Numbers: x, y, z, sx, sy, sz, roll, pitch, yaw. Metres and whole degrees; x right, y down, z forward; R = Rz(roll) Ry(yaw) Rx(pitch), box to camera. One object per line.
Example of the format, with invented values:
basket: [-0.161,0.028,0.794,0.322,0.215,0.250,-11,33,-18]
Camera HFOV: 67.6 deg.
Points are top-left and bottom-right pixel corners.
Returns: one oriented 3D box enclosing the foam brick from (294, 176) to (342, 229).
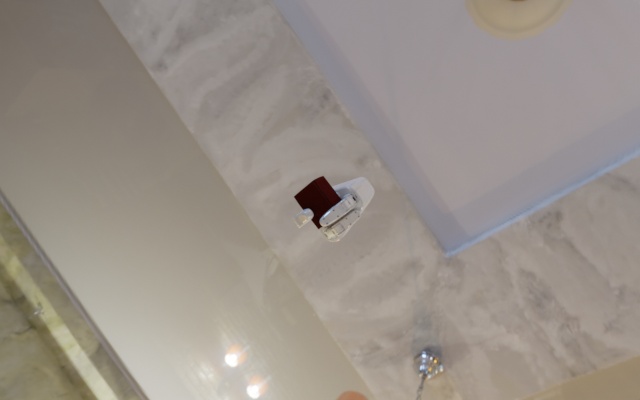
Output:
foam brick: [0.000,0.003,0.873,0.053,0.078,0.051,-36,1,26]
